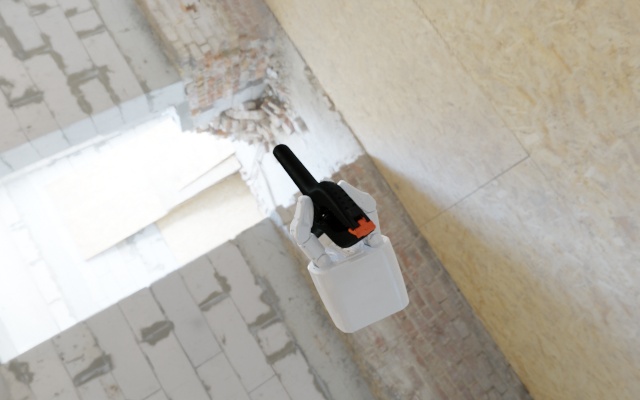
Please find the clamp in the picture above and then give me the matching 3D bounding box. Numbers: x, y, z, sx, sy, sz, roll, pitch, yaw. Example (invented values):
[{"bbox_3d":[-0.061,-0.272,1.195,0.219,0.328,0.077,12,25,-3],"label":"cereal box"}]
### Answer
[{"bbox_3d":[0.000,0.003,0.646,0.036,0.164,0.210,-28,19,-20],"label":"clamp"}]
